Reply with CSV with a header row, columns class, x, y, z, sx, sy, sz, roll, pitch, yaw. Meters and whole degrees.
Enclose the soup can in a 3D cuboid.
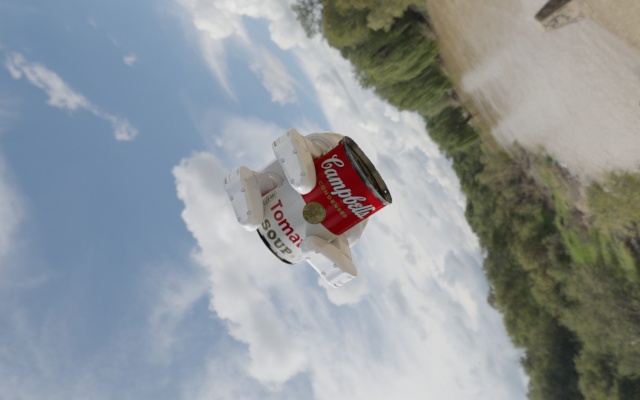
class,x,y,z,sx,sy,sz,roll,pitch,yaw
soup can,0.000,0.002,0.408,0.102,0.068,0.068,-34,-11,16
